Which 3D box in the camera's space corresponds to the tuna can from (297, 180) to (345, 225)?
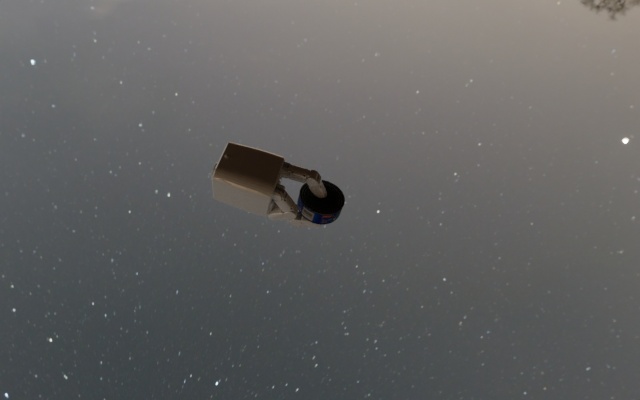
[{"bbox_3d":[0.000,0.003,0.892,0.086,0.086,0.034,0,-41,-16],"label":"tuna can"}]
